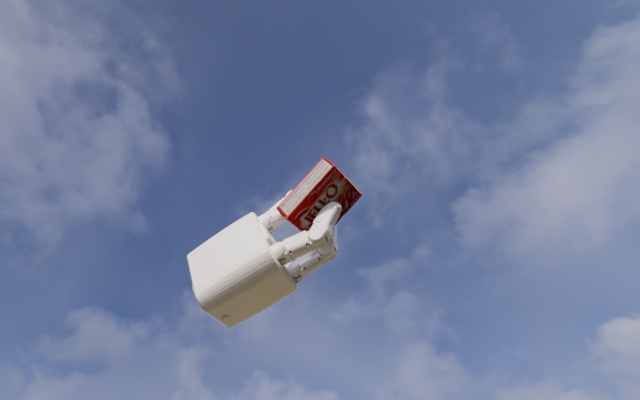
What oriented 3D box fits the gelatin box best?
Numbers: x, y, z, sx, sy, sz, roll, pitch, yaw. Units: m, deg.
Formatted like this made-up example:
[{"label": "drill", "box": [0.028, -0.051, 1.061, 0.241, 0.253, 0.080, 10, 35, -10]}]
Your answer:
[{"label": "gelatin box", "box": [0.000, 0.002, 0.603, 0.073, 0.089, 0.030, 43, -1, -44]}]
